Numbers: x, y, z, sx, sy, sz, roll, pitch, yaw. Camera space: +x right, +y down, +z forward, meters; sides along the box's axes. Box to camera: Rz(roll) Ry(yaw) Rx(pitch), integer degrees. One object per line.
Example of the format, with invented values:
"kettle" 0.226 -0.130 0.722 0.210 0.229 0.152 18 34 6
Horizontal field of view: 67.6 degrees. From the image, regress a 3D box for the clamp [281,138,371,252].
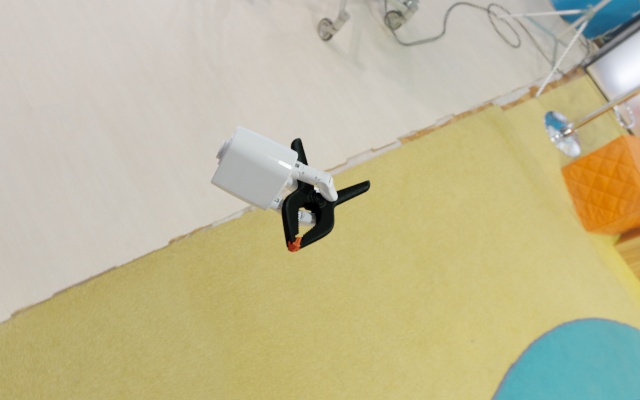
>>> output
"clamp" 0.000 0.003 0.820 0.164 0.209 0.036 24 -35 -12
